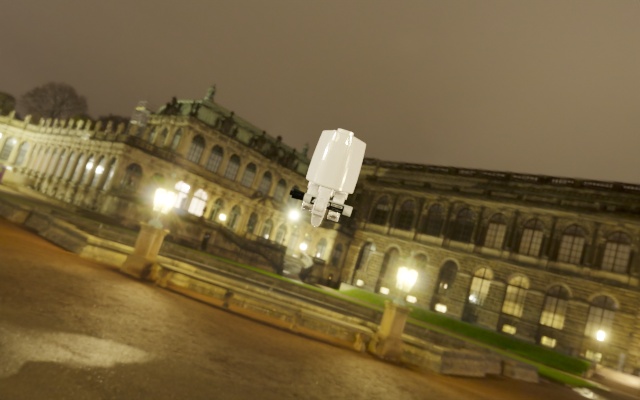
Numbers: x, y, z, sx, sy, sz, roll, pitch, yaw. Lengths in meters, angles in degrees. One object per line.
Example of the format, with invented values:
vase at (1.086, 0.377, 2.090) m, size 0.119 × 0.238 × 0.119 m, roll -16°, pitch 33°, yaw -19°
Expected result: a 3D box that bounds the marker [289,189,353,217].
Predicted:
marker at (0.000, 0.003, 0.896) m, size 0.121 × 0.020 × 0.020 m, roll 18°, pitch 0°, yaw 2°
